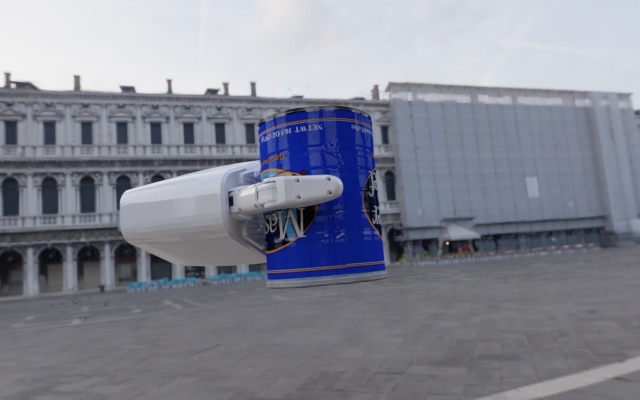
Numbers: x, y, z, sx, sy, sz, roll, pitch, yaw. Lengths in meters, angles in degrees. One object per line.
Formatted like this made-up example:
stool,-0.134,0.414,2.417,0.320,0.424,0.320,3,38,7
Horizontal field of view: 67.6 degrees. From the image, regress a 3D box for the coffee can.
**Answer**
coffee can,0.000,0.001,0.416,0.103,0.140,0.103,-5,-7,-1
